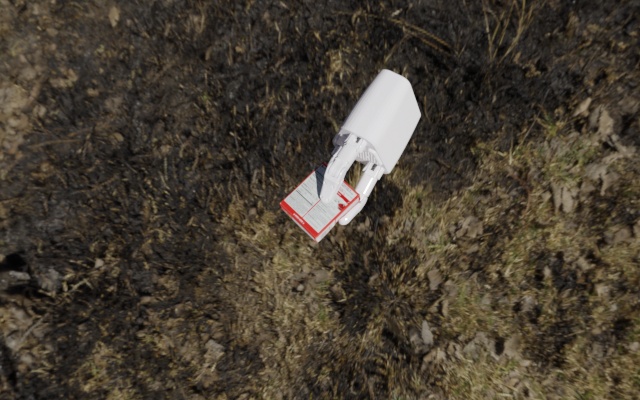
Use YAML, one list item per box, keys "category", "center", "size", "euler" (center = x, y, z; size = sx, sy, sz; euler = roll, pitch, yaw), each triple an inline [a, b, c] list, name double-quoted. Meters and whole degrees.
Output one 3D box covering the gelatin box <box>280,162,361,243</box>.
- category: "gelatin box"
  center: [0.000, 0.002, 0.669]
  size: [0.073, 0.089, 0.030]
  euler: [43, -11, 16]
